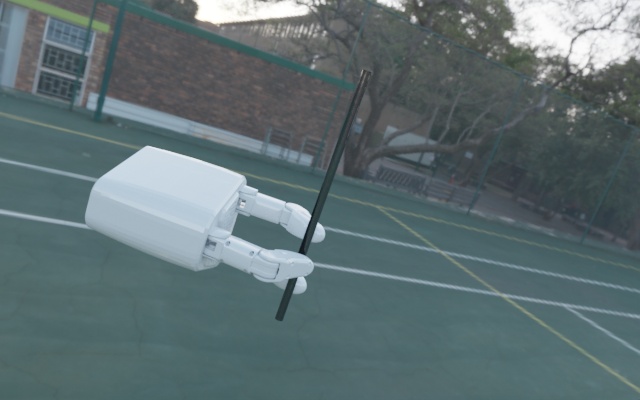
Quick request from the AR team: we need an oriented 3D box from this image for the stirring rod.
[{"bbox_3d":[0.000,0.001,0.429,0.011,0.239,0.011,19,12,-4],"label":"stirring rod"}]
